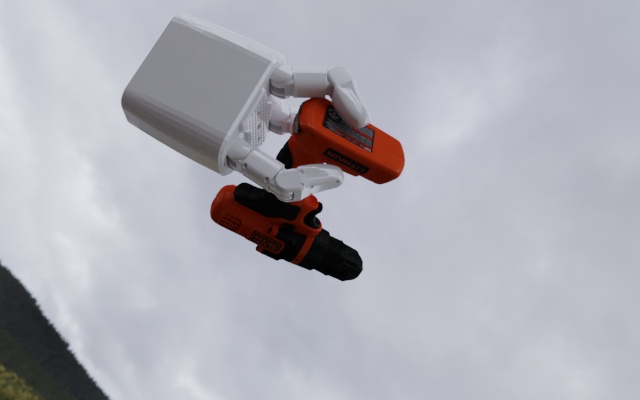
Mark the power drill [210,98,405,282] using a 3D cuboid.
[{"bbox_3d":[0.000,0.001,0.481,0.184,0.057,0.188,26,-49,-16],"label":"power drill"}]
